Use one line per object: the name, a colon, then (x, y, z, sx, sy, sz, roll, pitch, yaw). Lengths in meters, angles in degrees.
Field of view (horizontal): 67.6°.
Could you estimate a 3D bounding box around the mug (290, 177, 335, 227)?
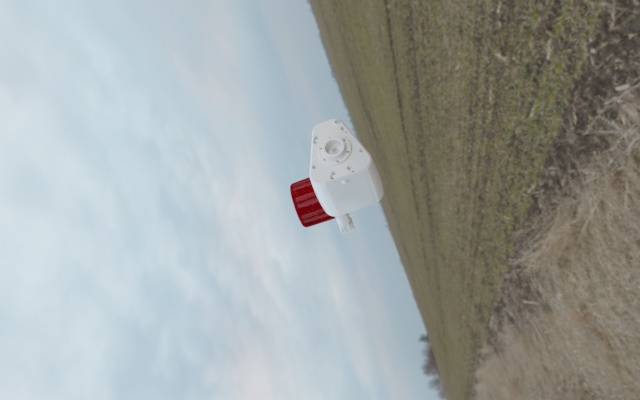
mug: (0.000, 0.003, 0.839, 0.081, 0.093, 0.117, -19, -30, 5)
